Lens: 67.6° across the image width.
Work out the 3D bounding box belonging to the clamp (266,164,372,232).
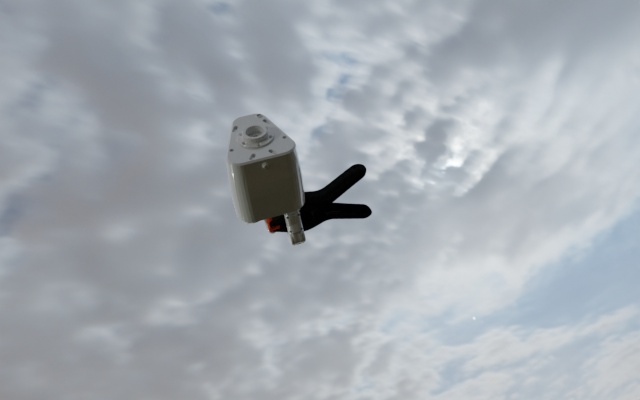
[{"bbox_3d":[0.000,0.002,0.728,0.171,0.120,0.039,-15,46,-11],"label":"clamp"}]
